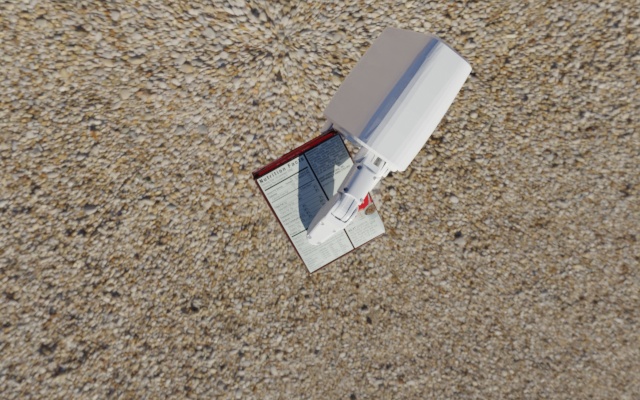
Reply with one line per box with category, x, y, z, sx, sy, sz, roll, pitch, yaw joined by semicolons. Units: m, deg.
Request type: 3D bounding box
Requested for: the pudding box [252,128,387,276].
pudding box;0.000;0.001;0.455;0.090;0.113;0.039;-28;15;-1
